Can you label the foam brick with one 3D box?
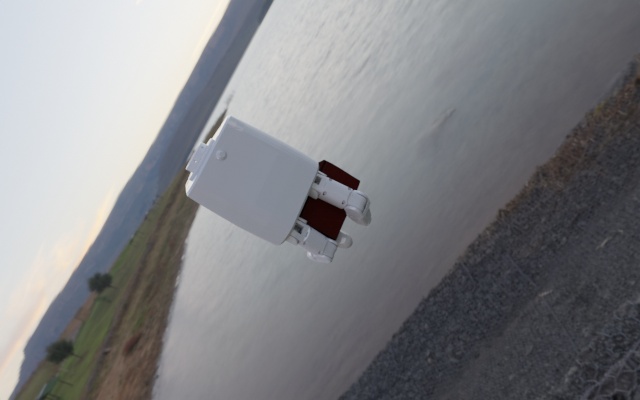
[{"bbox_3d":[0.000,0.002,0.539,0.051,0.078,0.053,30,-18,-19],"label":"foam brick"}]
